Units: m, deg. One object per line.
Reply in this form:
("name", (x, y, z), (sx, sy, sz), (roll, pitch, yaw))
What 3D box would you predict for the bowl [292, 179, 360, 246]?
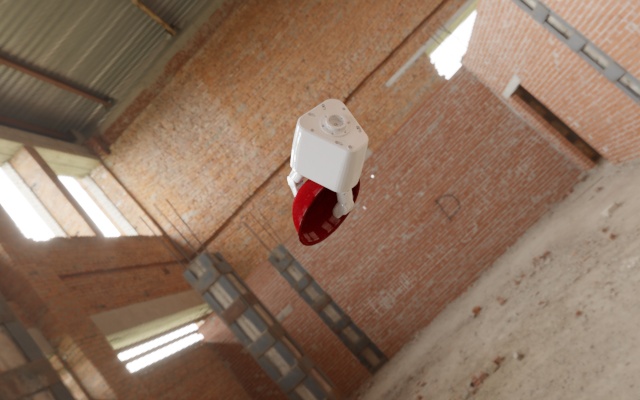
("bowl", (0.000, 0.004, 0.877), (0.055, 0.162, 0.162), (37, 18, 27))
